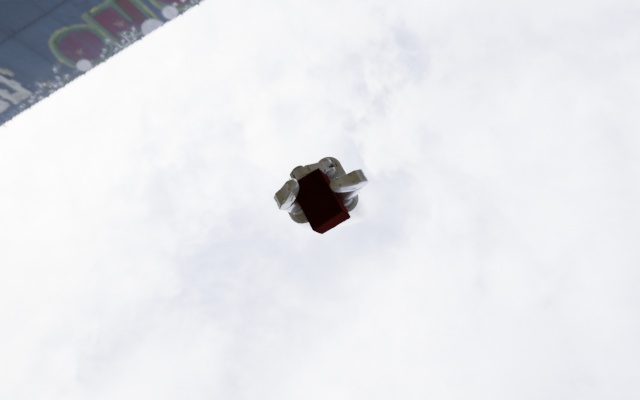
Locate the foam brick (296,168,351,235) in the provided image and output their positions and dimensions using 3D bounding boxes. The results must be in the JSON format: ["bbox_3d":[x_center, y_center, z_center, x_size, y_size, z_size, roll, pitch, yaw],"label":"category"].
[{"bbox_3d":[0.000,0.003,0.693,0.053,0.078,0.051,-31,-20,8],"label":"foam brick"}]
